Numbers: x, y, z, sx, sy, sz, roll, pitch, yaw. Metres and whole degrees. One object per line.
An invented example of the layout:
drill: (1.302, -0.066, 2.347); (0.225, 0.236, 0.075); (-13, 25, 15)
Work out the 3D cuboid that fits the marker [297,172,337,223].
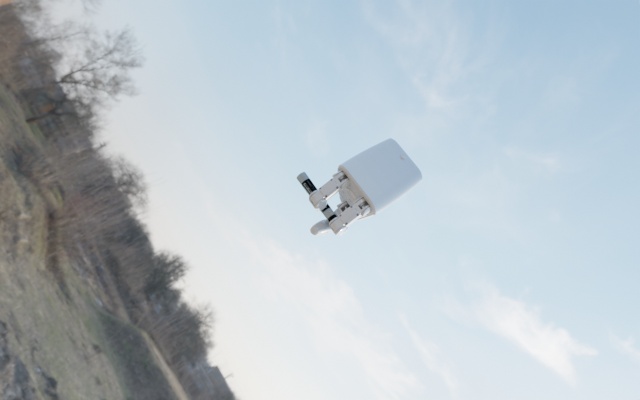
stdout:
marker: (0.000, 0.003, 0.817); (0.020, 0.121, 0.020); (-34, -15, -10)
